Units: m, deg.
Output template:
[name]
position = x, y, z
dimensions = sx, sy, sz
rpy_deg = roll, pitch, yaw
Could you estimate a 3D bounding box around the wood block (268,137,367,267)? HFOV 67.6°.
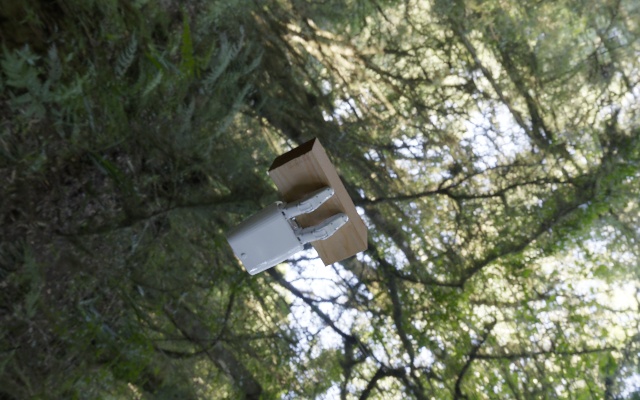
[wood block]
position = 0.000, 0.003, 0.869
dimensions = 0.090, 0.206, 0.090
rpy_deg = -25, 18, 14
